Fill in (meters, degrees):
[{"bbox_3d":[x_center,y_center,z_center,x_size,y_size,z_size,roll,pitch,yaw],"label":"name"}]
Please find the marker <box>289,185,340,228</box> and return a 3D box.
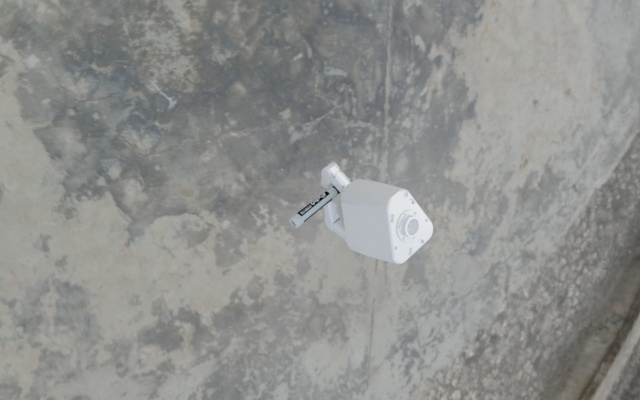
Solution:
[{"bbox_3d":[0.000,0.003,0.773,0.121,0.020,0.020,-38,18,-24],"label":"marker"}]
